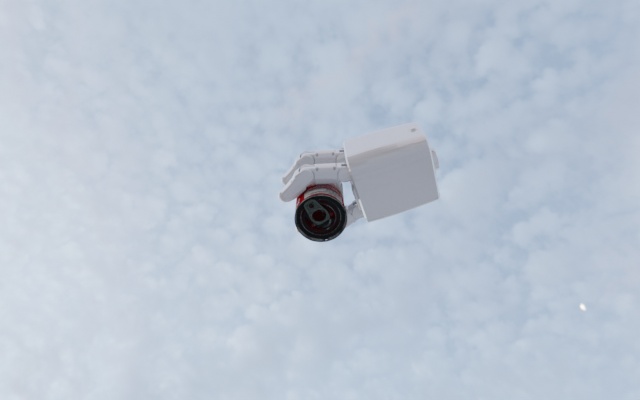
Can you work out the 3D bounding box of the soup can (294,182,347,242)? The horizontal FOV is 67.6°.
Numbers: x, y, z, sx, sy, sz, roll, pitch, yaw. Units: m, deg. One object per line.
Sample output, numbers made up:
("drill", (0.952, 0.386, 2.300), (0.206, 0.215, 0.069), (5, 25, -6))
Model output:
("soup can", (0.000, 0.002, 0.653), (0.068, 0.068, 0.102), (0, 26, -1))
